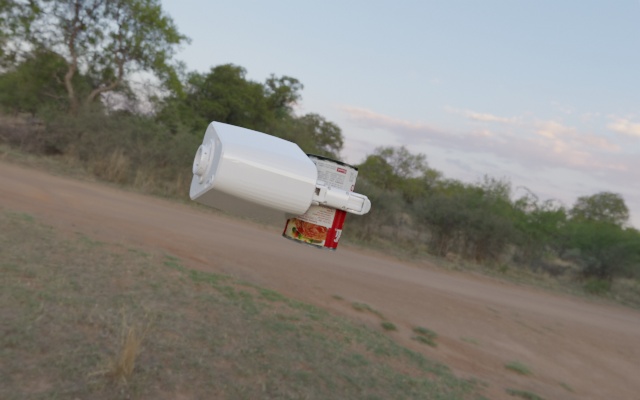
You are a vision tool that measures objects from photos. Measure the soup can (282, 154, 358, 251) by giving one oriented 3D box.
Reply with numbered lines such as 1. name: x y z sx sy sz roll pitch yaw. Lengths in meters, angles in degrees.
1. soup can: 0.001 0.002 0.569 0.068 0.102 0.068 16 1 0
